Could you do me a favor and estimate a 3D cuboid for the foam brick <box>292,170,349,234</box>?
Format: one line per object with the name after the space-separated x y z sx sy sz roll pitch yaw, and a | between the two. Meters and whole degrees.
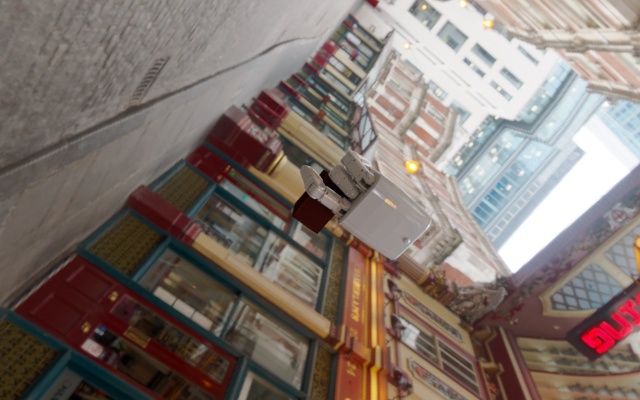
0.000 0.003 0.743 0.051 0.078 0.053 37 22 -12 | foam brick
